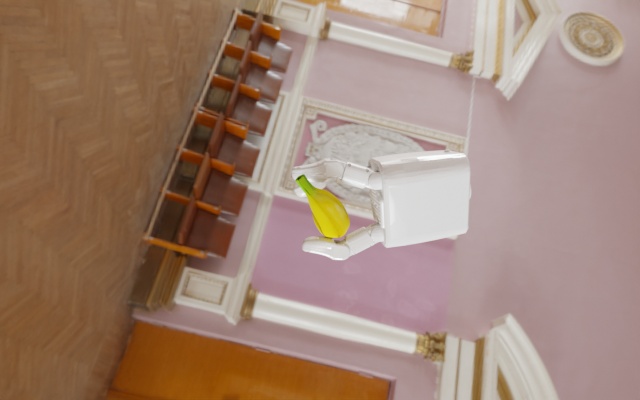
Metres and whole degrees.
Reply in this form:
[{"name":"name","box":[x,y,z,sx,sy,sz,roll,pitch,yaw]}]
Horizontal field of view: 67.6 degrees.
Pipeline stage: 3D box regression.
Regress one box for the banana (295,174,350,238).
[{"name":"banana","box":[0.009,0.017,0.599,0.037,0.069,0.198,-30,-13,-4]}]
